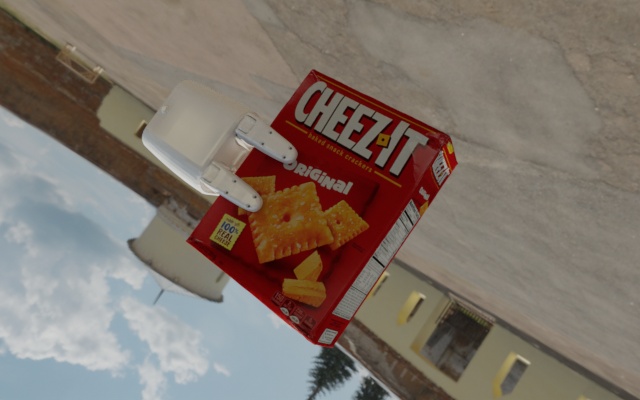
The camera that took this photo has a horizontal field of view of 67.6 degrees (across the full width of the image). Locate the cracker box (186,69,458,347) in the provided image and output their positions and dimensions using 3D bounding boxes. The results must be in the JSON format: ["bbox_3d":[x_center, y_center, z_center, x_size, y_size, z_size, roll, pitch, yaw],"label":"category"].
[{"bbox_3d":[0.000,0.002,0.455,0.164,0.213,0.072,33,-5,26],"label":"cracker box"}]
